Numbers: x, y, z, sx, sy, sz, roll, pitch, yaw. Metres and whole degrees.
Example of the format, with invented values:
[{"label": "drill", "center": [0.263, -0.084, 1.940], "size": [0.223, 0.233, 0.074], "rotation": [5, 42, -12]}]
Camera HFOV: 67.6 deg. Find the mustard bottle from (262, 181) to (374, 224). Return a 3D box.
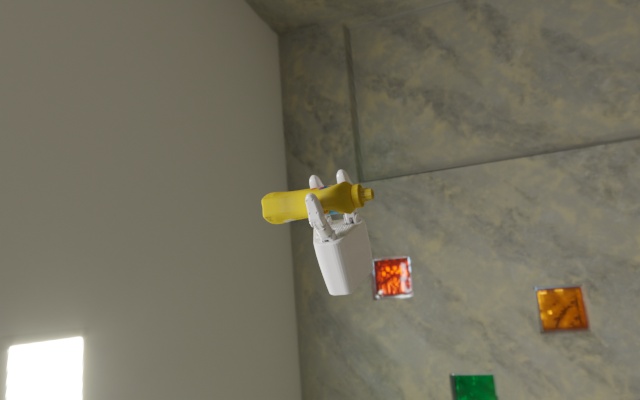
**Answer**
[{"label": "mustard bottle", "center": [0.000, 0.002, 0.843], "size": [0.191, 0.058, 0.096], "rotation": [-8, -6, 20]}]
